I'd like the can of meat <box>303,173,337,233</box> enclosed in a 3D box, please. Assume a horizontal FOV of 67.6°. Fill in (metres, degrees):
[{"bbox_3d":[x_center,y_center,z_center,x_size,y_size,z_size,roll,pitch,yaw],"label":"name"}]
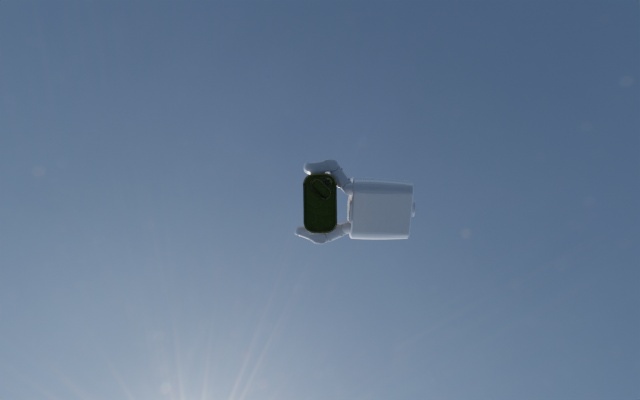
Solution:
[{"bbox_3d":[0.000,0.003,0.845,0.057,0.102,0.084,-1,3,1],"label":"can of meat"}]
